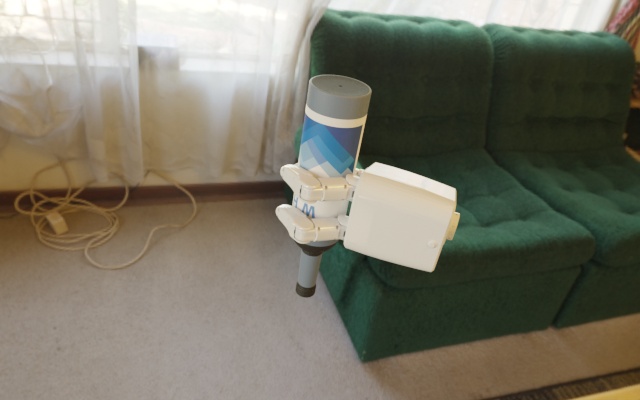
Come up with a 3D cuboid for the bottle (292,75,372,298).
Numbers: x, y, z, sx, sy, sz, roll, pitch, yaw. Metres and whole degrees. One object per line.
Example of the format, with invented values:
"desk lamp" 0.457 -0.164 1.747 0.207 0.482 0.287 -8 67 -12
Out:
"bottle" 0.000 0.002 0.580 0.069 0.296 0.069 7 32 -4
